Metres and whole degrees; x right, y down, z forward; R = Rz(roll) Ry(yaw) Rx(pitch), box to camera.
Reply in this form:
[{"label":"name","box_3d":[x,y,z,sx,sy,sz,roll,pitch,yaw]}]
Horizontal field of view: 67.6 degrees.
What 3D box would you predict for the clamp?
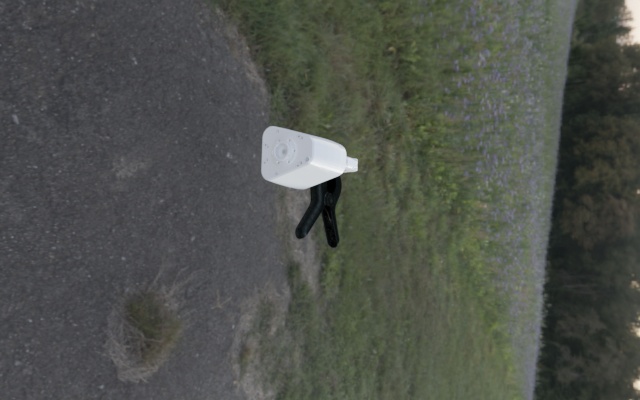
[{"label":"clamp","box_3d":[0.001,0.003,0.893,0.039,0.171,0.120,0,-4,31]}]
